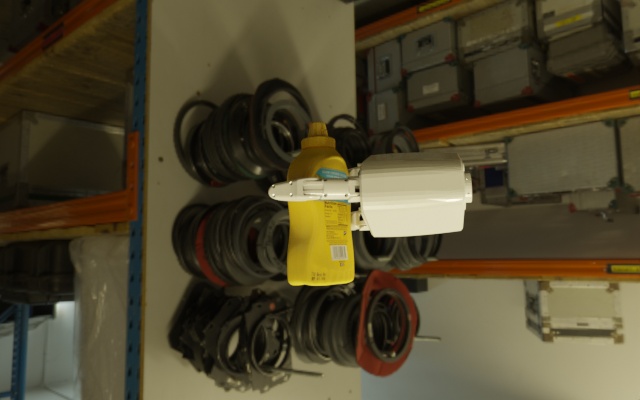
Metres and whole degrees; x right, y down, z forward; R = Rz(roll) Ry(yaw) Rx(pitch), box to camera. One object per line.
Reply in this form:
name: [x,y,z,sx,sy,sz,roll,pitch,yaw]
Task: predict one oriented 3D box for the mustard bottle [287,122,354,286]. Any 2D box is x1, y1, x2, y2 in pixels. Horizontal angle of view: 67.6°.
mustard bottle: [0.000,0.002,0.565,0.058,0.191,0.096,-6,-8,37]
